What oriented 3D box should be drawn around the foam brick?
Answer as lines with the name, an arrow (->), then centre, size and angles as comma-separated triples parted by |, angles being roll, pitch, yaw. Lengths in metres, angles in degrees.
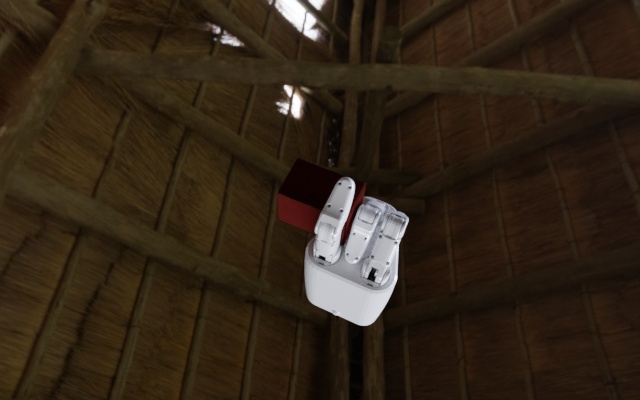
foam brick -> 0.000, 0.001, 0.496 | 0.078, 0.053, 0.051 | 22, -33, 11
